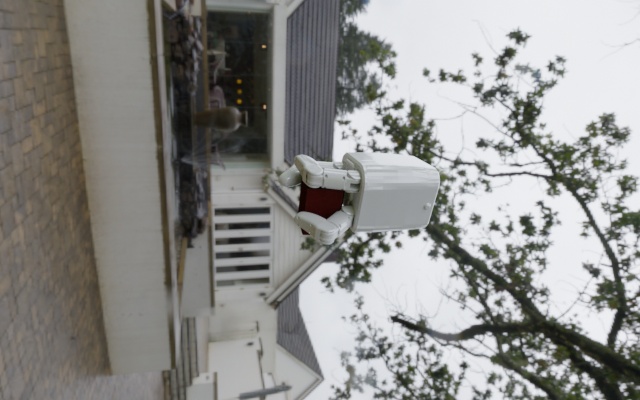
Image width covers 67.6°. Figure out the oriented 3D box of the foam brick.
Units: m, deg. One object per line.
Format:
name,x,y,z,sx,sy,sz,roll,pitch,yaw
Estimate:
foam brick,0.000,0.002,0.649,0.051,0.078,0.053,1,34,-11
